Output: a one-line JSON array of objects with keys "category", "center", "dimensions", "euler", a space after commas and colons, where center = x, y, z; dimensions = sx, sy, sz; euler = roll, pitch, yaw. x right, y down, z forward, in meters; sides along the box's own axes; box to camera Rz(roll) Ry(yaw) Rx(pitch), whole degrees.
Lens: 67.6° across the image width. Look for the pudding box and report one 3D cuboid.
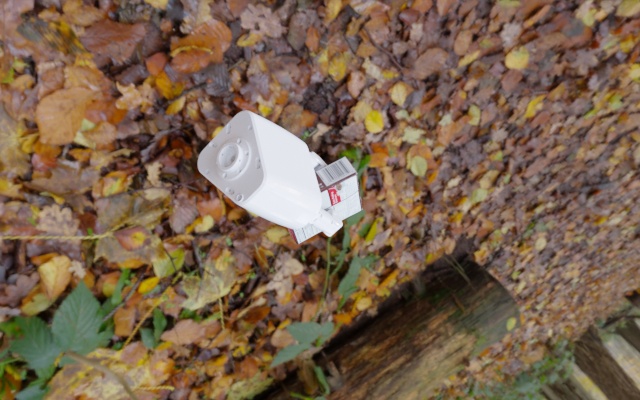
[{"category": "pudding box", "center": [0.000, 0.002, 0.663], "dimensions": [0.113, 0.039, 0.090], "euler": [-26, -35, -9]}]
